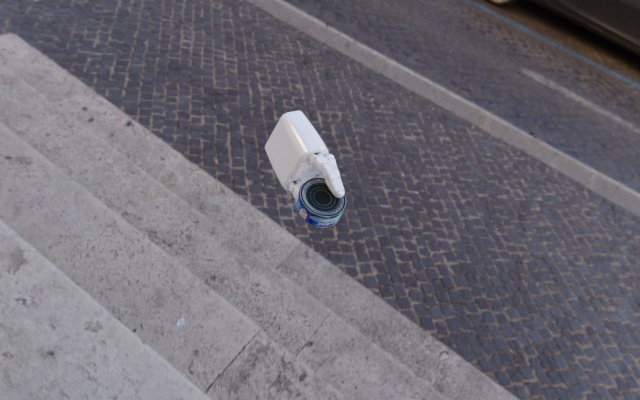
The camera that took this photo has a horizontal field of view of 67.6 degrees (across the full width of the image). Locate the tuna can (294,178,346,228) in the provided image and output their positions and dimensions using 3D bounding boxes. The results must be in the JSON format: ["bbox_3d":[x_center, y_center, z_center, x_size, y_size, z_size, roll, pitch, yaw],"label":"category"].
[{"bbox_3d":[0.000,0.002,0.823,0.086,0.086,0.034,0,-34,-20],"label":"tuna can"}]
